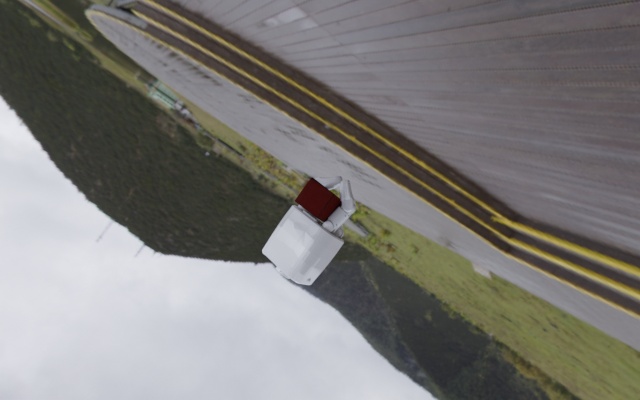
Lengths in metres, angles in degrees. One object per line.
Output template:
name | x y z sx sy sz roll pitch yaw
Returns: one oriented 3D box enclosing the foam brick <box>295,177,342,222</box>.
foam brick | 0.000 0.003 0.834 0.053 0.051 0.078 38 1 21
